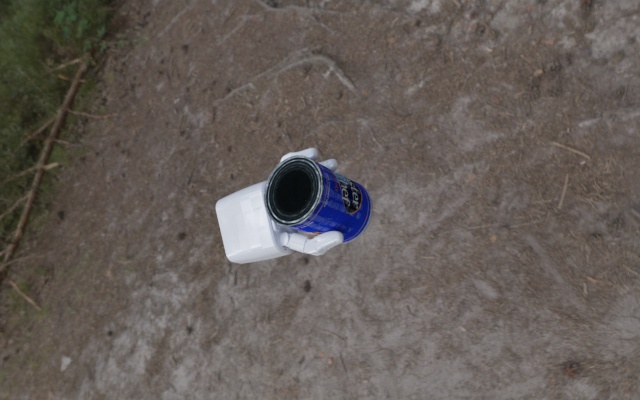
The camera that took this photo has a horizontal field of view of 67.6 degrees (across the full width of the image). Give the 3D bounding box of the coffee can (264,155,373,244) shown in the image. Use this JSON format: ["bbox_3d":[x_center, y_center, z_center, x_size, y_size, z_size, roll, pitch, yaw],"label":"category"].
[{"bbox_3d":[0.000,0.002,0.710,0.103,0.102,0.140,0,-14,35],"label":"coffee can"}]
